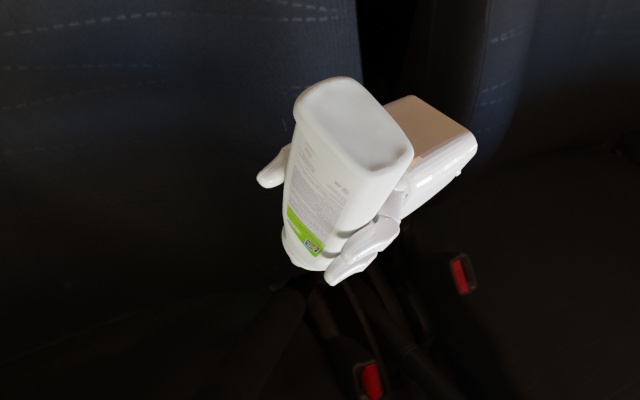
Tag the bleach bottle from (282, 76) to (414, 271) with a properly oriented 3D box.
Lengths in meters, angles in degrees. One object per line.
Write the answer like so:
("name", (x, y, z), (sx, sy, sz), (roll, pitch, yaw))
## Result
("bleach bottle", (0.000, 0.002, 0.471), (0.068, 0.102, 0.251), (-32, -16, -27))
